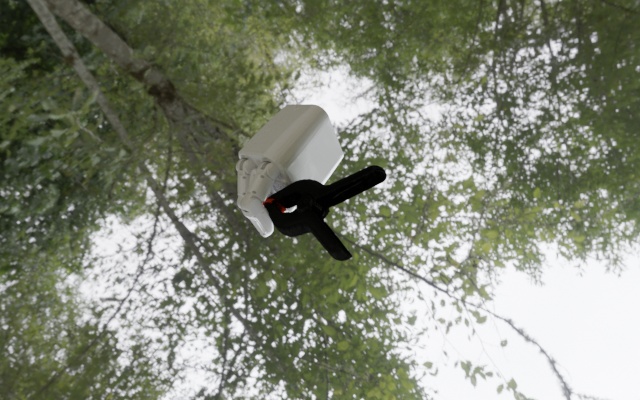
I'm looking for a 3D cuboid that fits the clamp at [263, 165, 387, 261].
[{"bbox_3d":[0.000,0.002,0.578,0.171,0.120,0.039,15,-29,46],"label":"clamp"}]
